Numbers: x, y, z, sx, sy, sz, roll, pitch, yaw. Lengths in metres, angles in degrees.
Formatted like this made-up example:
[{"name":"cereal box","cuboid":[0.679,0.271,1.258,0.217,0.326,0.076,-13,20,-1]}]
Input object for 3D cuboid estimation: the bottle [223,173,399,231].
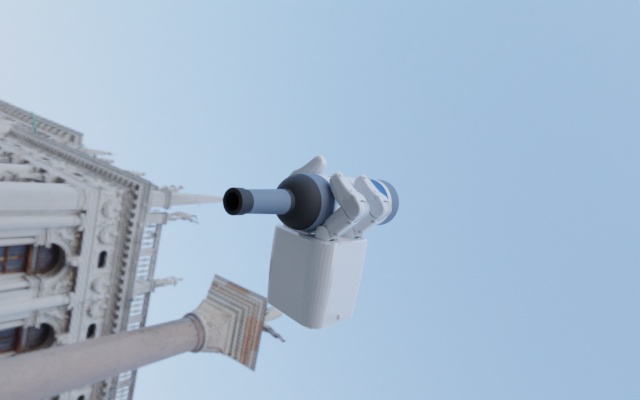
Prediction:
[{"name":"bottle","cuboid":[0.000,0.002,0.580,0.069,0.069,0.296,0,0,35]}]
